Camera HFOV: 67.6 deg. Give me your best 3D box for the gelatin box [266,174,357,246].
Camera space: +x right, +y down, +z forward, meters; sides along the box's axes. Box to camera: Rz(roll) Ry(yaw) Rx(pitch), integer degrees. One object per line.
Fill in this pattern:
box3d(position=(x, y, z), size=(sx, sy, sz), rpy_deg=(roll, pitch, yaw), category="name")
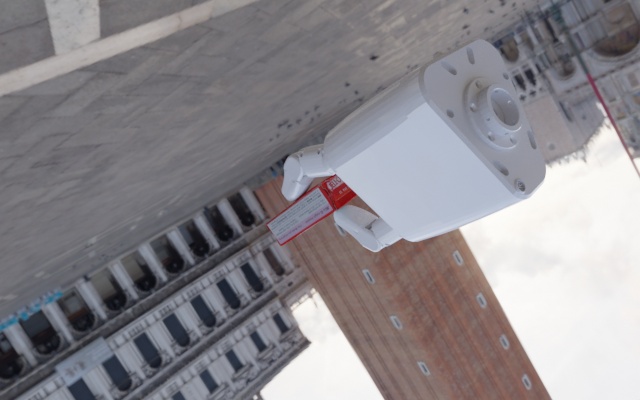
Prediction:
box3d(position=(0.000, 0.002, 0.457), size=(0.089, 0.030, 0.073), rpy_deg=(-36, -2, 42), category="gelatin box")
